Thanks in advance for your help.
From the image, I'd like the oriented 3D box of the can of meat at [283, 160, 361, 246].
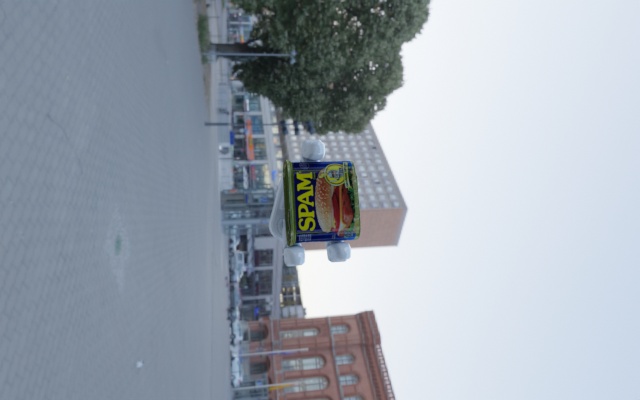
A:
[{"bbox_3d":[0.000,0.002,0.579,0.084,0.102,0.057,-2,-5,-10],"label":"can of meat"}]
